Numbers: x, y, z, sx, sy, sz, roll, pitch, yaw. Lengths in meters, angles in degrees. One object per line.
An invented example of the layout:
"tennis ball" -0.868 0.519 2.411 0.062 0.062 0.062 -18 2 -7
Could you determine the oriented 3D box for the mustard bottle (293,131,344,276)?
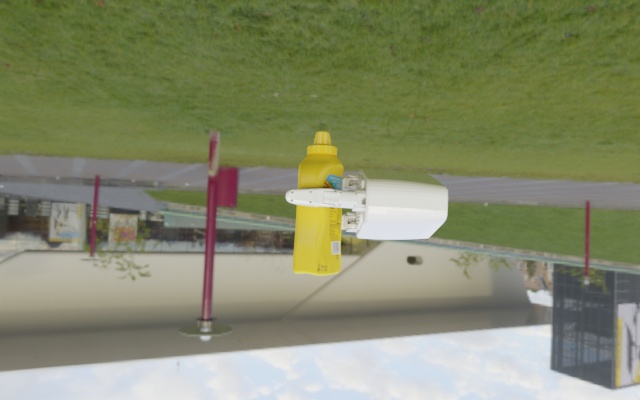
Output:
"mustard bottle" 0.000 0.002 0.647 0.058 0.191 0.096 1 -3 22
